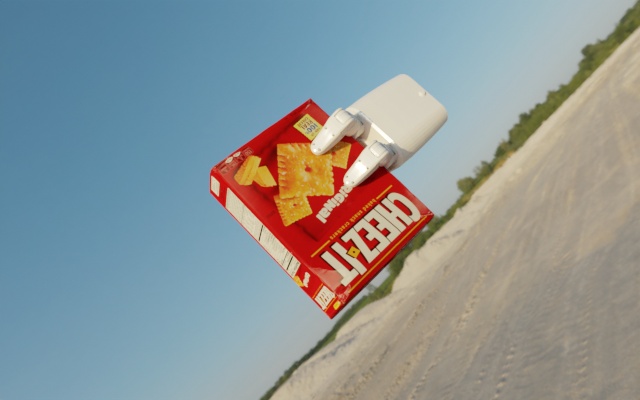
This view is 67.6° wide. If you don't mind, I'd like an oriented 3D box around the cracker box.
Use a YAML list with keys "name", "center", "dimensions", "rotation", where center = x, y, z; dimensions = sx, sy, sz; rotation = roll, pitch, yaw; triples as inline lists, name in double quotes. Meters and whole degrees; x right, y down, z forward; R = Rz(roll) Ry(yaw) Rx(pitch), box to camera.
- name: "cracker box"
  center: [0.000, 0.002, 0.566]
  dimensions: [0.164, 0.213, 0.072]
  rotation: [-40, -13, -26]
